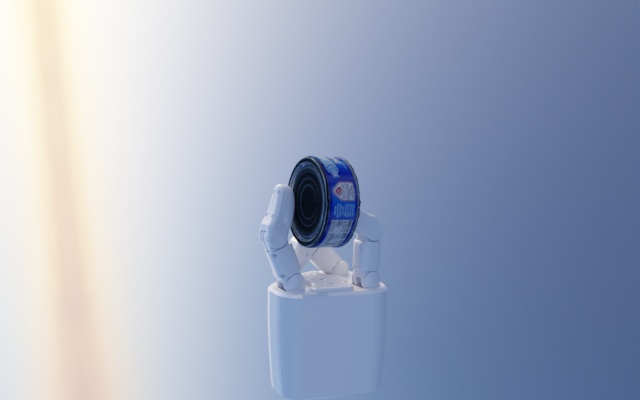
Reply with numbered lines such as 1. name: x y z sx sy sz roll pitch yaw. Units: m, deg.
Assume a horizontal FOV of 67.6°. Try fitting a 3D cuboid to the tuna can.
1. tuna can: 0.000 0.001 0.443 0.034 0.086 0.086 1 0 -29
